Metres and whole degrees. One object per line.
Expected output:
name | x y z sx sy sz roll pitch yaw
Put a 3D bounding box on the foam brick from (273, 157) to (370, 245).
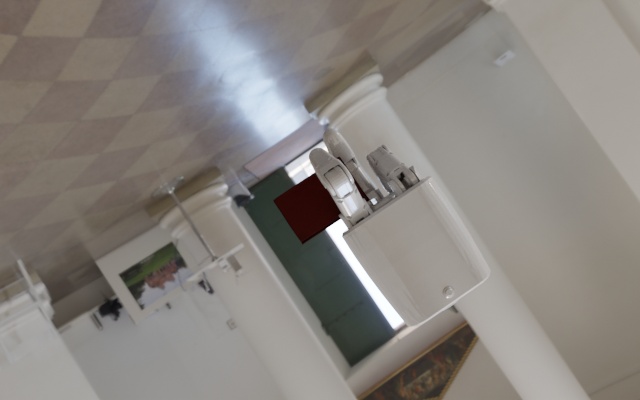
foam brick | 0.000 0.002 0.468 0.078 0.051 0.053 -33 -2 -2
